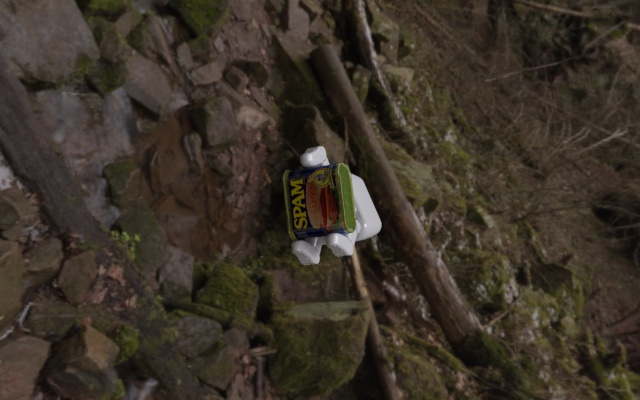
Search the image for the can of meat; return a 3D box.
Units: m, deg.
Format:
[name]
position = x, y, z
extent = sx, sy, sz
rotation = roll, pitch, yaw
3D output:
[can of meat]
position = 0.000, 0.002, 0.665
extent = 0.084, 0.102, 0.057
rotation = -9, -6, 21
